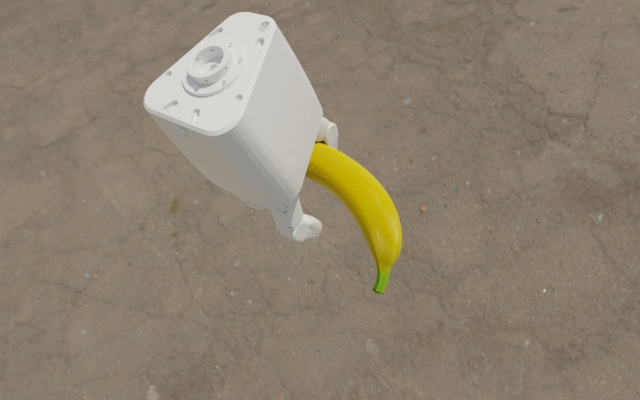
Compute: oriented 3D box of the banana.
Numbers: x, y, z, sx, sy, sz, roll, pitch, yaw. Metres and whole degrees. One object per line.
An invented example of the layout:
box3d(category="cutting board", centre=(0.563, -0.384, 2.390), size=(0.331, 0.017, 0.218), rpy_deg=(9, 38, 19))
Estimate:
box3d(category="banana", centre=(0.016, -0.009, 0.453), size=(0.069, 0.197, 0.037), rpy_deg=(-42, -27, 4))
